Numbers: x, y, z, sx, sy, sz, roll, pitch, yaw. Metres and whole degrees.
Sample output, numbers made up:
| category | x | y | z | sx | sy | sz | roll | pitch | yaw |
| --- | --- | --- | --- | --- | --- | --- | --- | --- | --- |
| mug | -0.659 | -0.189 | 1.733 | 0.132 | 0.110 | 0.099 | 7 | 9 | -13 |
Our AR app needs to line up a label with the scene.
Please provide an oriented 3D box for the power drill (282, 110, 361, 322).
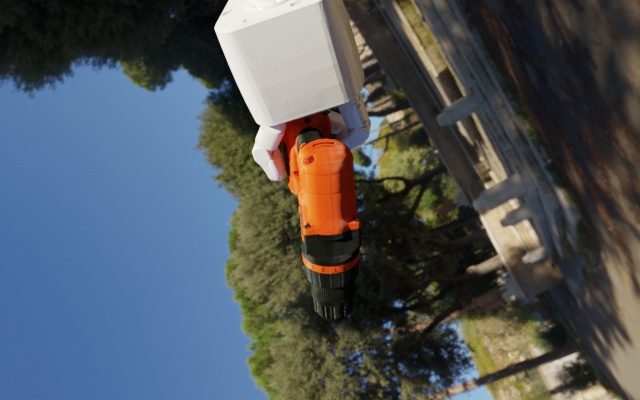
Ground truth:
| category | x | y | z | sx | sy | sz | roll | pitch | yaw |
| --- | --- | --- | --- | --- | --- | --- | --- | --- | --- |
| power drill | 0.000 | 0.001 | 0.482 | 0.057 | 0.184 | 0.187 | -6 | 30 | -7 |
